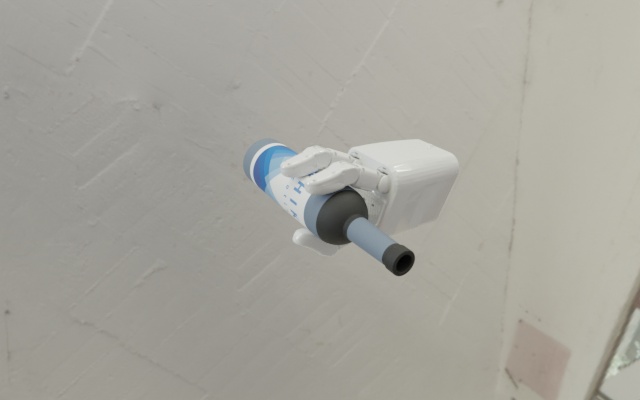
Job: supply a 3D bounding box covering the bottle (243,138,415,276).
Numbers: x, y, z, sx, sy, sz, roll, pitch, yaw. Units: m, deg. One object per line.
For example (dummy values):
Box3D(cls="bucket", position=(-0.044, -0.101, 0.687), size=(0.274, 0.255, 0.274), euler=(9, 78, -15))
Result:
Box3D(cls="bottle", position=(0.000, 0.002, 0.551), size=(0.069, 0.069, 0.295), euler=(0, 23, -35))
